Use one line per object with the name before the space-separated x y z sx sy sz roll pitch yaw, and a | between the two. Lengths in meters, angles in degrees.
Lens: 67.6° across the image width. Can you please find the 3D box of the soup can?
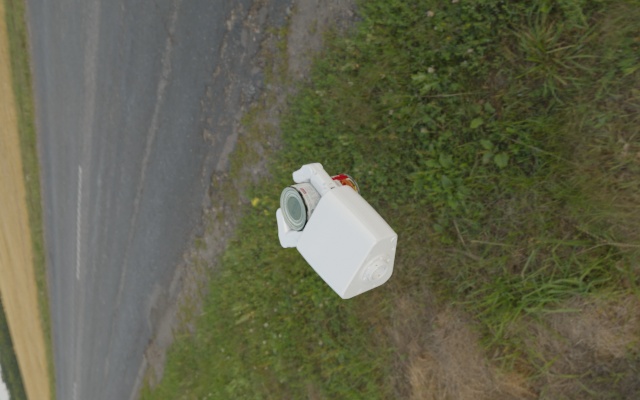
soup can | 0.000 0.002 0.712 0.102 0.068 0.068 -15 8 -35
